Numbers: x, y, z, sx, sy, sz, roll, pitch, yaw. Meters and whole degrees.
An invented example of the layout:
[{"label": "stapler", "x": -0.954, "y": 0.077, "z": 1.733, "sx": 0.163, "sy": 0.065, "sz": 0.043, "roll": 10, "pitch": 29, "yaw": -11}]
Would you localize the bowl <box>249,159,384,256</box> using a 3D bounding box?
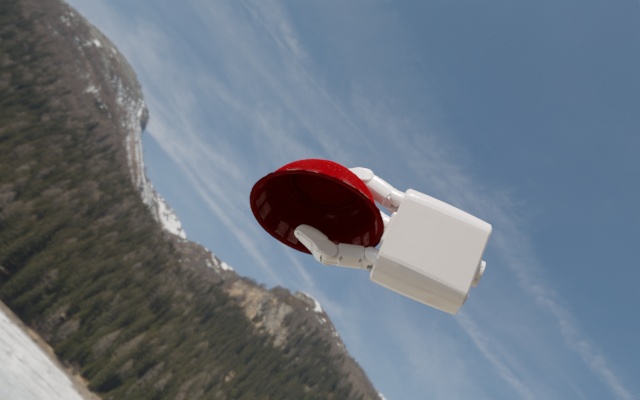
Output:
[{"label": "bowl", "x": -0.001, "y": 0.001, "z": 0.570, "sx": 0.162, "sy": 0.055, "sz": 0.162, "roll": 11, "pitch": -38, "yaw": 9}]
